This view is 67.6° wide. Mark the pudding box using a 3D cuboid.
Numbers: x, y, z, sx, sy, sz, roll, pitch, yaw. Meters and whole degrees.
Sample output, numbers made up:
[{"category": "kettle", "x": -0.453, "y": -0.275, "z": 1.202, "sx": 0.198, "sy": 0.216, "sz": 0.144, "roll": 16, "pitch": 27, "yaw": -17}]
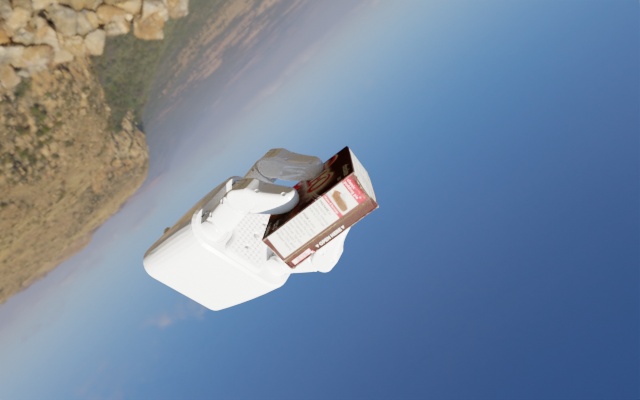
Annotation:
[{"category": "pudding box", "x": 0.000, "y": 0.002, "z": 0.412, "sx": 0.090, "sy": 0.039, "sz": 0.113, "roll": -38, "pitch": 15, "yaw": 10}]
